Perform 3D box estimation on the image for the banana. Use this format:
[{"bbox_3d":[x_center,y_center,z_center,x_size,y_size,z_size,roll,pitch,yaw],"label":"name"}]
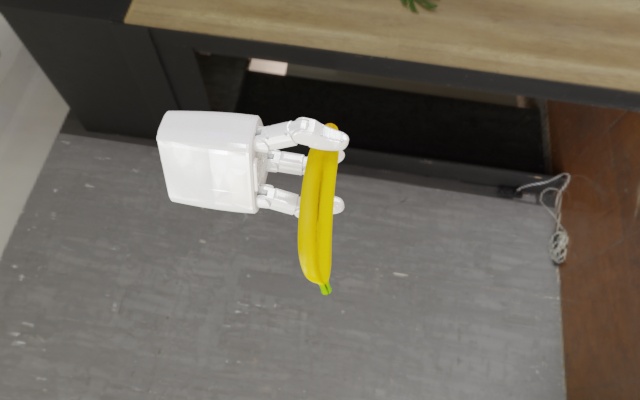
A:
[{"bbox_3d":[-0.002,0.002,0.520,0.037,0.197,0.069,3,-9,6],"label":"banana"}]
